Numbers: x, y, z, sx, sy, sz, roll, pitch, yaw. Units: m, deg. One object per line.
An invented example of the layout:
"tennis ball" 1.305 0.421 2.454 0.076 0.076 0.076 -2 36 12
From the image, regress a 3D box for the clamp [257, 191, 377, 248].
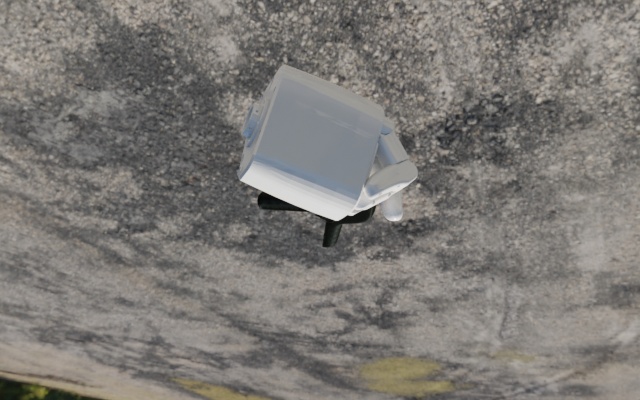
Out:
"clamp" 0.000 0.002 0.557 0.120 0.039 0.171 23 -32 -18
